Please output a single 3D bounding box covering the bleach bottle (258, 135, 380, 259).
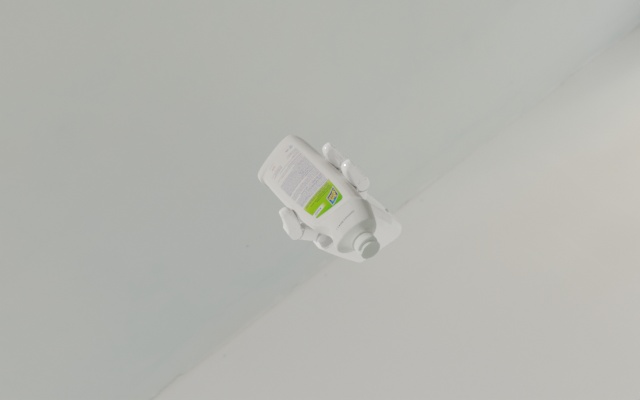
[{"bbox_3d":[0.000,0.002,0.703,0.068,0.102,0.250,26,17,-45],"label":"bleach bottle"}]
